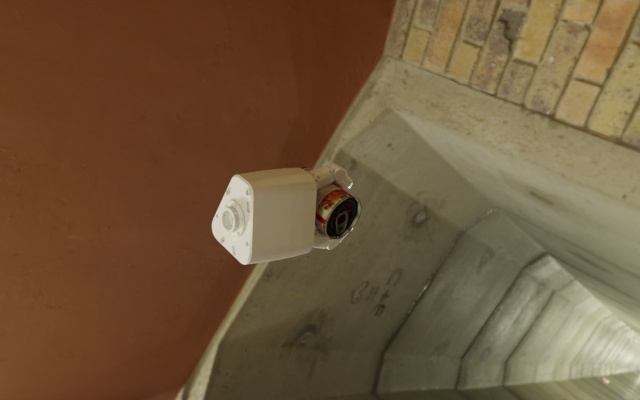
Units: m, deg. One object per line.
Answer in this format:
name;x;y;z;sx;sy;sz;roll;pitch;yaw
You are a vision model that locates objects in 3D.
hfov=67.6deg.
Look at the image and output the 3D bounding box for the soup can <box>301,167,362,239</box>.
soup can;0.000;0.002;0.695;0.068;0.068;0.102;0;27;-47
